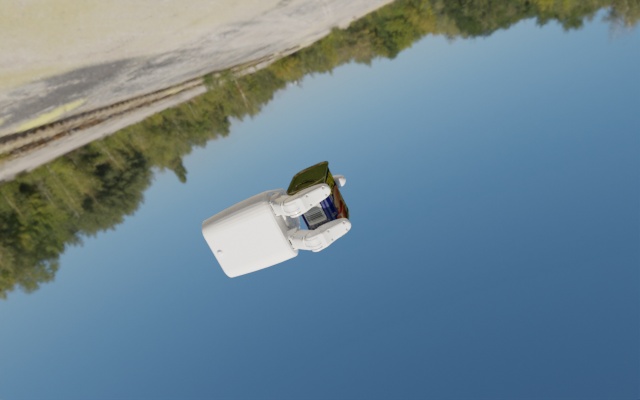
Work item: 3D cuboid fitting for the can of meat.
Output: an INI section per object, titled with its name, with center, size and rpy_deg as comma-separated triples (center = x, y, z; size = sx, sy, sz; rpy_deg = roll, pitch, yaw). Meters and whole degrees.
[can of meat]
center = 0.000, 0.002, 0.667
size = 0.057, 0.084, 0.102
rpy_deg = -23, 16, 12
